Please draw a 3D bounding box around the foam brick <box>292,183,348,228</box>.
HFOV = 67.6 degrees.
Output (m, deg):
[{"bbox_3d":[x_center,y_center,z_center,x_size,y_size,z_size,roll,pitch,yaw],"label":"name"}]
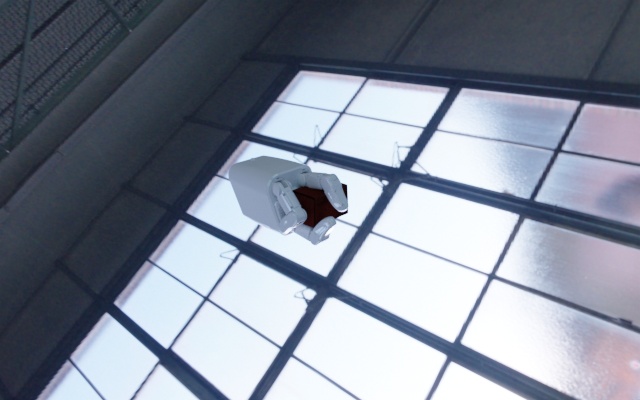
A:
[{"bbox_3d":[0.000,0.003,0.756,0.051,0.053,0.078,19,29,40],"label":"foam brick"}]
